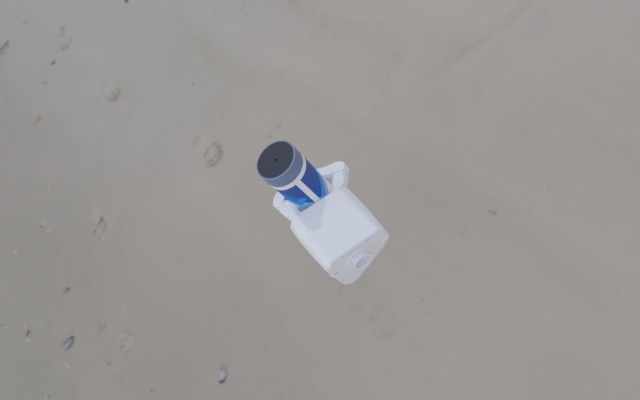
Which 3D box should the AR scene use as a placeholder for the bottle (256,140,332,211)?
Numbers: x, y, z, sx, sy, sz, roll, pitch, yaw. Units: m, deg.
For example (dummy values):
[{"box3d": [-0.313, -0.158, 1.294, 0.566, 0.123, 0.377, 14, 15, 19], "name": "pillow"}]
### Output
[{"box3d": [0.000, 0.002, 0.810, 0.069, 0.069, 0.296, 0, -25, 30], "name": "bottle"}]
